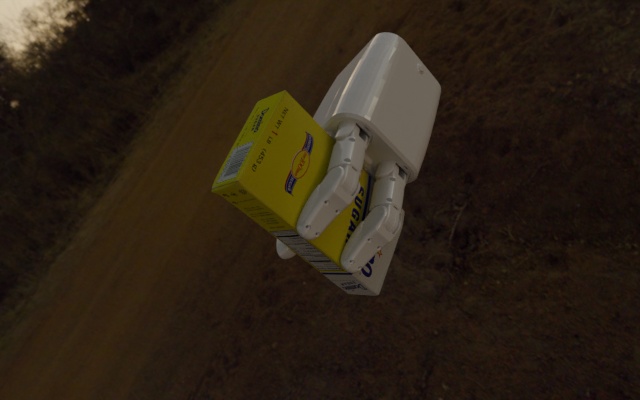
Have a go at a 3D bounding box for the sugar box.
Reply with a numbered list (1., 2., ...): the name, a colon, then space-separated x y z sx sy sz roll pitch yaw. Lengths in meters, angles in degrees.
1. sugar box: 0.000 0.001 0.411 0.176 0.093 0.048 39 -30 -30
